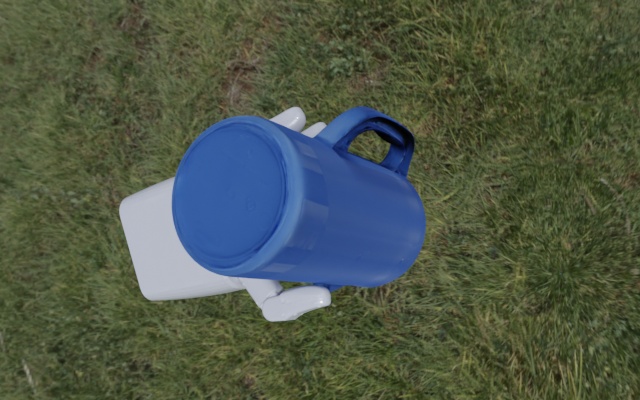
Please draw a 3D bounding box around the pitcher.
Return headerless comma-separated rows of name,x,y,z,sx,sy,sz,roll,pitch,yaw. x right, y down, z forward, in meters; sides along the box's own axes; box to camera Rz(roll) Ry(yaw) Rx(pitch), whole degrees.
pitcher,0.000,0.001,0.411,0.145,0.149,0.243,-15,-14,25
